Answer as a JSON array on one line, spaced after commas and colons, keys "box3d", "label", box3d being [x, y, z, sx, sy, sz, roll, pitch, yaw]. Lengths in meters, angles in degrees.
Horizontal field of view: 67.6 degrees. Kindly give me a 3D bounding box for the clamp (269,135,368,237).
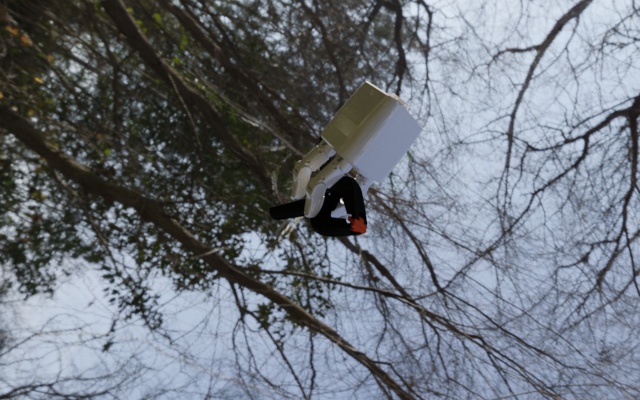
[{"box3d": [0.001, 0.003, 0.723, 0.036, 0.164, 0.210, 30, 13, -36], "label": "clamp"}]
